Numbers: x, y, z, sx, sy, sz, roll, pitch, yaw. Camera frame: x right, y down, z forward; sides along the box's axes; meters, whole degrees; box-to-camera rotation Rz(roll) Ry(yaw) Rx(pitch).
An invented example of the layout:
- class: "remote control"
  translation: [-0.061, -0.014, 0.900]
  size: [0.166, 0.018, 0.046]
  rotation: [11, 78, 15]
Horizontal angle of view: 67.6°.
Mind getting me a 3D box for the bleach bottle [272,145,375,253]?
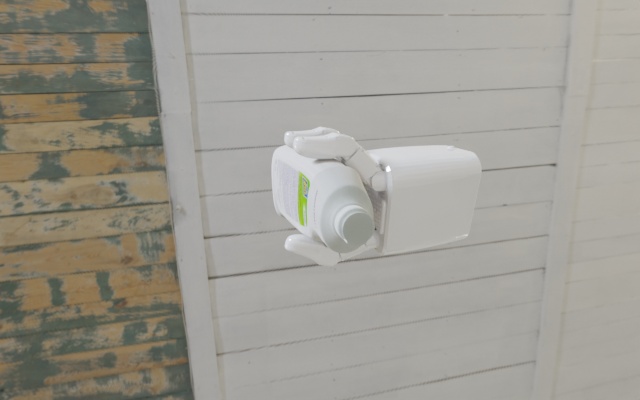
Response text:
- class: "bleach bottle"
  translation: [0.000, 0.002, 0.506]
  size: [0.068, 0.102, 0.250]
  rotation: [-8, 16, -13]
